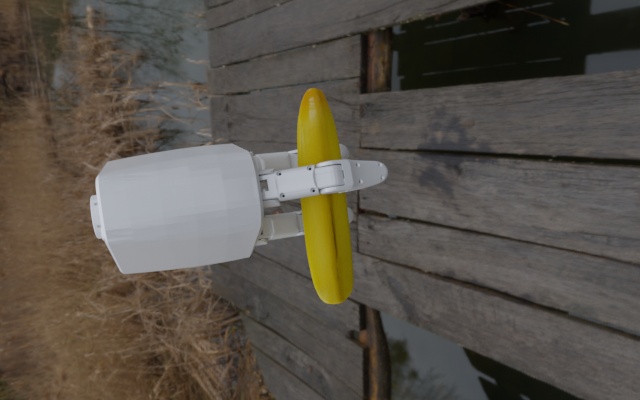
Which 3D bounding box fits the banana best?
[{"bbox_3d":[0.003,0.011,0.394,0.037,0.198,0.069,-8,21,-4],"label":"banana"}]
